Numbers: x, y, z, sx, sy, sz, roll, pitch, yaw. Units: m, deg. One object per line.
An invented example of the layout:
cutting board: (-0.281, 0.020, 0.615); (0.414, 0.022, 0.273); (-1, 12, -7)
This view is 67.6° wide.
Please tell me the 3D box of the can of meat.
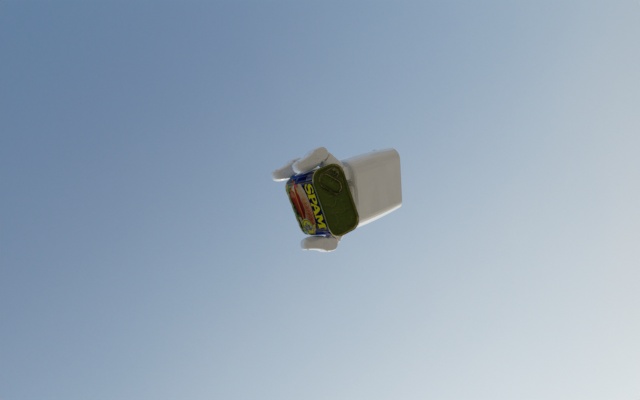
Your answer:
can of meat: (0.000, 0.002, 0.709); (0.057, 0.102, 0.084); (-24, 9, -33)
